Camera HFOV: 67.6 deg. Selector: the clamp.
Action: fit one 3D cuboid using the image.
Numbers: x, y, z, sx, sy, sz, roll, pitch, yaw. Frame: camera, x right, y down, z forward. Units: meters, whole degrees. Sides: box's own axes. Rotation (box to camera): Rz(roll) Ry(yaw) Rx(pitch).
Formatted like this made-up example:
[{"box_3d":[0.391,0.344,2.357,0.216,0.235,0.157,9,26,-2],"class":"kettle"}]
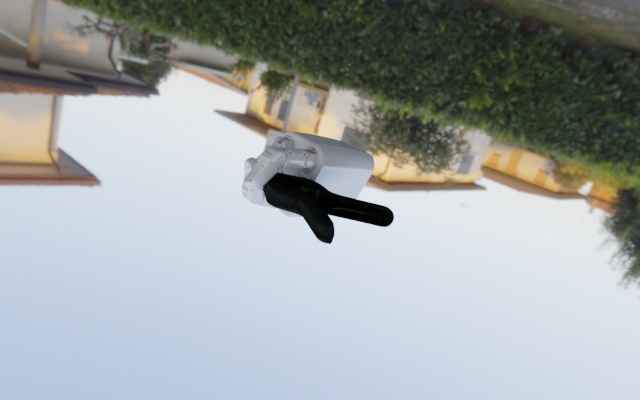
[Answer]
[{"box_3d":[0.000,0.002,0.569,0.120,0.039,0.171,1,22,-41],"class":"clamp"}]
